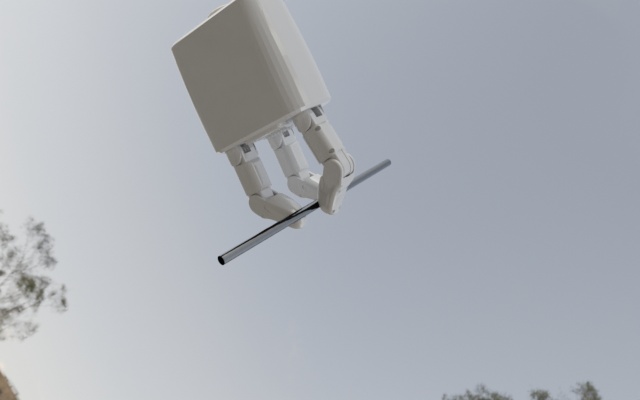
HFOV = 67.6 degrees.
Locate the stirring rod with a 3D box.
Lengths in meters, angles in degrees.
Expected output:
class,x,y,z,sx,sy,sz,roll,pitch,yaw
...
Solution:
class,x,y,z,sx,sy,sz,roll,pitch,yaw
stirring rod,0.000,0.001,0.439,0.011,0.011,0.239,0,21,41
